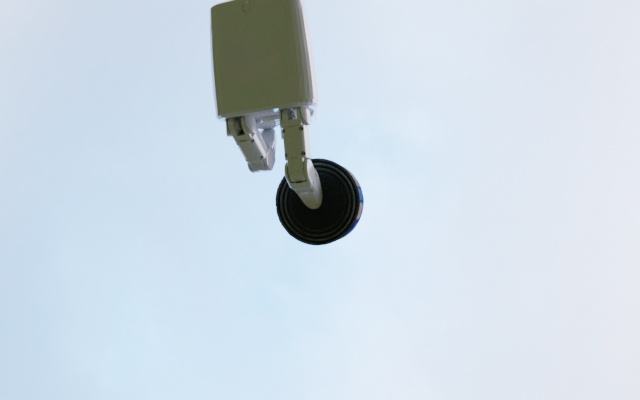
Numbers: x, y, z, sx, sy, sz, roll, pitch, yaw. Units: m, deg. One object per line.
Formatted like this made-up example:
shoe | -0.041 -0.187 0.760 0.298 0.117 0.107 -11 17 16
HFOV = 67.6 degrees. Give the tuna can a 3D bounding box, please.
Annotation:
tuna can | 0.000 0.002 0.483 0.086 0.086 0.034 0 -1 14
